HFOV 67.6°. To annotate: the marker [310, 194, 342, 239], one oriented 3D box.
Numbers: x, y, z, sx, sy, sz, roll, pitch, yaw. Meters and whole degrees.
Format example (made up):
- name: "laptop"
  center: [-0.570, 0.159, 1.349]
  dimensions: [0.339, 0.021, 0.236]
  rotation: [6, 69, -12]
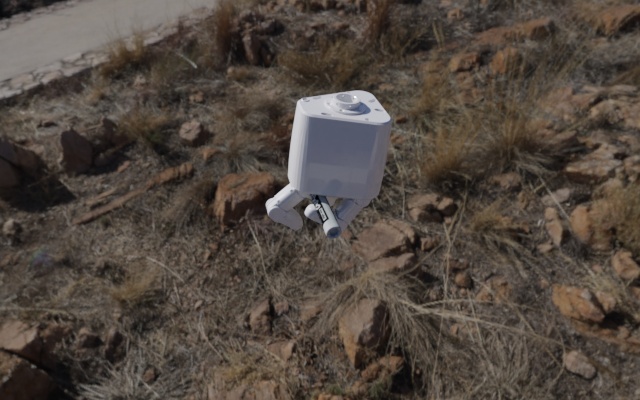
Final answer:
- name: "marker"
  center: [0.000, 0.002, 0.597]
  dimensions: [0.020, 0.020, 0.121]
  rotation: [0, 36, -19]
